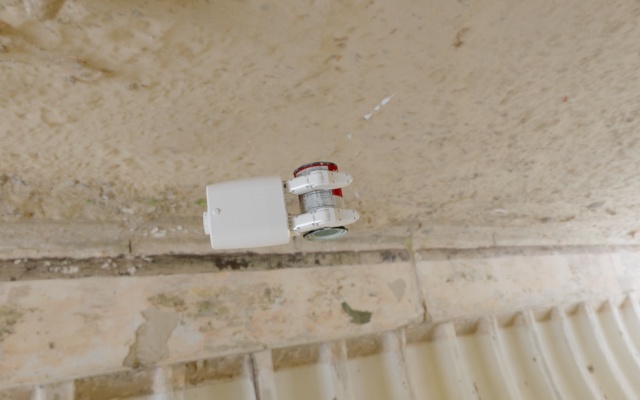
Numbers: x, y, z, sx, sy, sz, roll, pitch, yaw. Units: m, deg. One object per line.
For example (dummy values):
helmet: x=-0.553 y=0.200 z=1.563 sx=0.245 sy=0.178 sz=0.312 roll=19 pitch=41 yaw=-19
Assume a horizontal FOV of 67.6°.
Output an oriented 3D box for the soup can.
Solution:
soup can: x=0.001 y=0.003 z=0.701 sx=0.068 sy=0.102 sz=0.068 roll=-8 pitch=-18 yaw=-3
